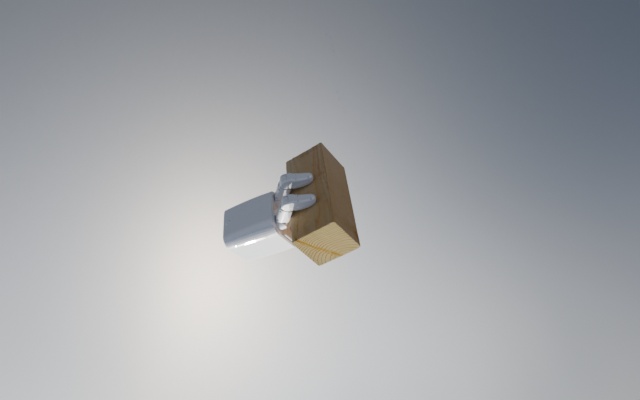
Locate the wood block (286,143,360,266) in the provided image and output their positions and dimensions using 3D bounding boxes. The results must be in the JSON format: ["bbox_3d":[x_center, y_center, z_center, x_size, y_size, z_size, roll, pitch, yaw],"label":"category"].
[{"bbox_3d":[0.000,0.003,0.891,0.090,0.206,0.091,-28,-47,20],"label":"wood block"}]
